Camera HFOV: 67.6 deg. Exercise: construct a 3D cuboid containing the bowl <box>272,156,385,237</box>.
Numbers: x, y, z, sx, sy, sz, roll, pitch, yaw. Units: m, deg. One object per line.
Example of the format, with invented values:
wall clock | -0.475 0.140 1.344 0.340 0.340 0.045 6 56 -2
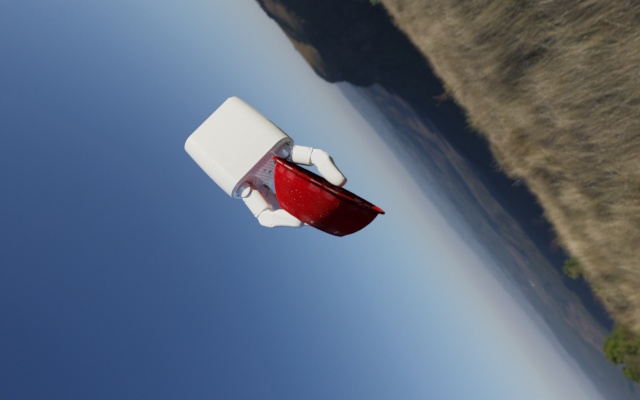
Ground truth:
bowl | 0.001 0.003 0.616 0.162 0.055 0.162 26 5 -3
